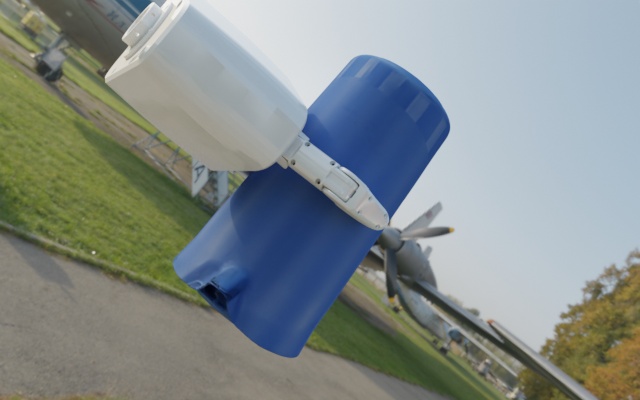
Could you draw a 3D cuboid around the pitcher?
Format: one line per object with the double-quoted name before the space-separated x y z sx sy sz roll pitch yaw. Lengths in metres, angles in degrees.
"pitcher" 0.000 0.001 0.423 0.145 0.243 0.149 40 -3 -32
